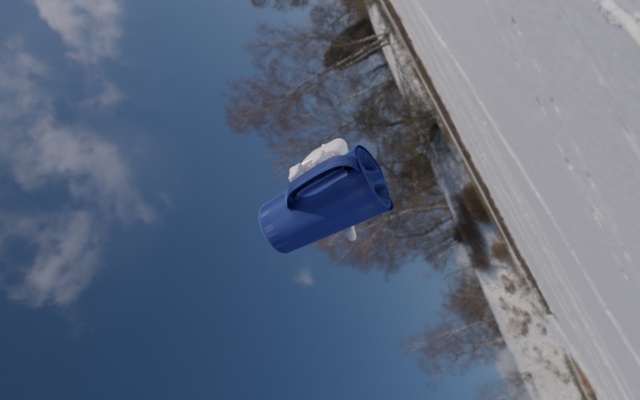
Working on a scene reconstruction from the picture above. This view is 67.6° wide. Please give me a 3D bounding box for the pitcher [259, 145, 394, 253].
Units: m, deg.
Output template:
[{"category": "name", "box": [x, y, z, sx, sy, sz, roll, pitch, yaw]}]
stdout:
[{"category": "pitcher", "box": [0.000, 0.003, 0.899, 0.243, 0.149, 0.145, -28, 13, 21]}]
